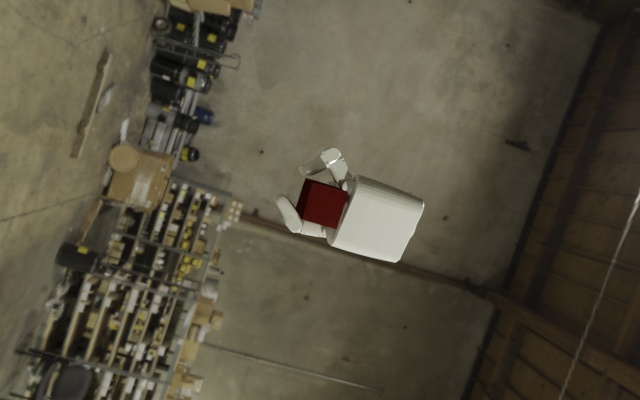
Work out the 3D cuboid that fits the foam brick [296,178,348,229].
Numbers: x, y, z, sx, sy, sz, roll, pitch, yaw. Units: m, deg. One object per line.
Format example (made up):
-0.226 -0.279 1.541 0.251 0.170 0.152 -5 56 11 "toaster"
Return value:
0.000 0.002 0.651 0.051 0.053 0.078 17 4 -10 "foam brick"
